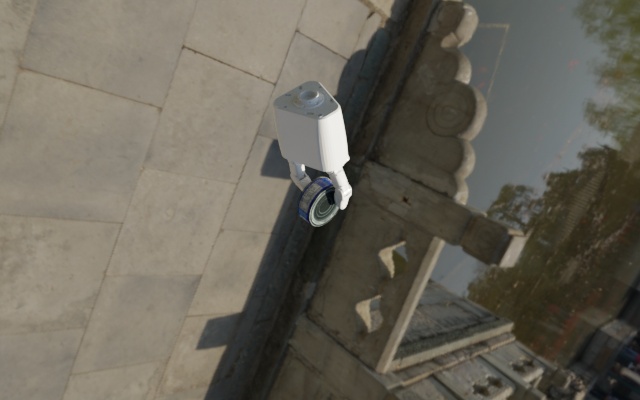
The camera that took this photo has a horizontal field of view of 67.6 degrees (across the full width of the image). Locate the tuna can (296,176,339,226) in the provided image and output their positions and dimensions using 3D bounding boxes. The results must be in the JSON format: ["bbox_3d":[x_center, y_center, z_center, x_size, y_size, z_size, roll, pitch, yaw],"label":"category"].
[{"bbox_3d":[0.001,0.003,0.847,0.033,0.086,0.086,36,21,33],"label":"tuna can"}]
